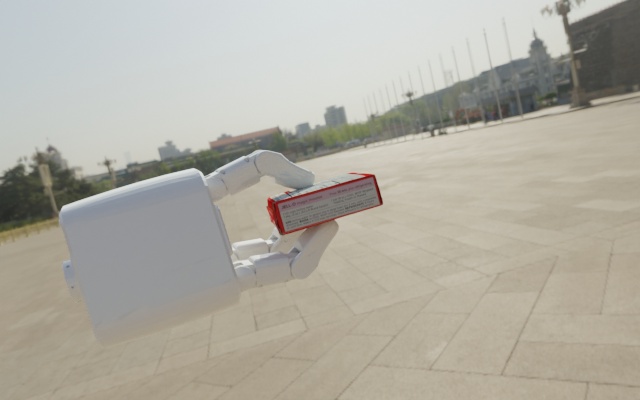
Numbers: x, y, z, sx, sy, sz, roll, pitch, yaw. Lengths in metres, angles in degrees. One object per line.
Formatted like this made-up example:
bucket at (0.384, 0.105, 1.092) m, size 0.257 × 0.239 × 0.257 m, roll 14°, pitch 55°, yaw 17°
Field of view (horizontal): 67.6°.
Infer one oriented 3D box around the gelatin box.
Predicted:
gelatin box at (0.000, 0.001, 0.413) m, size 0.089 × 0.030 × 0.073 m, roll -17°, pitch 7°, yaw -9°
